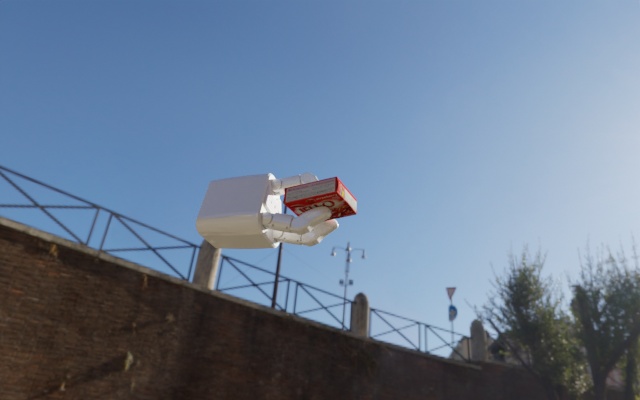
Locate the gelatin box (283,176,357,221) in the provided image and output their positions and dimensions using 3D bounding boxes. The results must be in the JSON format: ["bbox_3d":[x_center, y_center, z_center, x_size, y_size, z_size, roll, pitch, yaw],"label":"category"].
[{"bbox_3d":[0.000,0.002,0.710,0.089,0.030,0.073,-12,-33,23],"label":"gelatin box"}]
